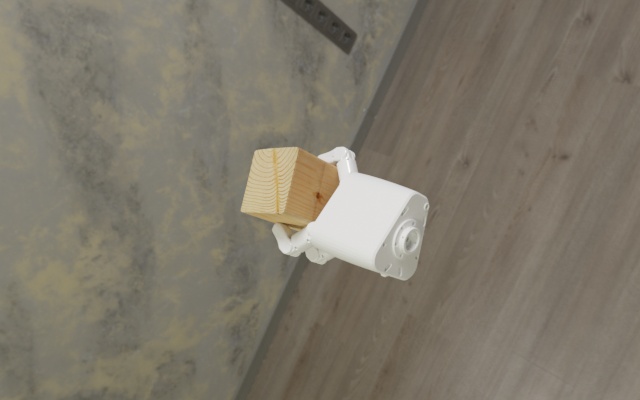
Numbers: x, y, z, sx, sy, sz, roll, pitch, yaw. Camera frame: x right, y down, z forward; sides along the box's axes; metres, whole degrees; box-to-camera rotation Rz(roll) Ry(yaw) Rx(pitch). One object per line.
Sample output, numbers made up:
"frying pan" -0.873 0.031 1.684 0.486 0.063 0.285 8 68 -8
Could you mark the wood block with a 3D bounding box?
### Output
"wood block" 0.000 0.002 0.691 0.090 0.091 0.206 1 -15 43
